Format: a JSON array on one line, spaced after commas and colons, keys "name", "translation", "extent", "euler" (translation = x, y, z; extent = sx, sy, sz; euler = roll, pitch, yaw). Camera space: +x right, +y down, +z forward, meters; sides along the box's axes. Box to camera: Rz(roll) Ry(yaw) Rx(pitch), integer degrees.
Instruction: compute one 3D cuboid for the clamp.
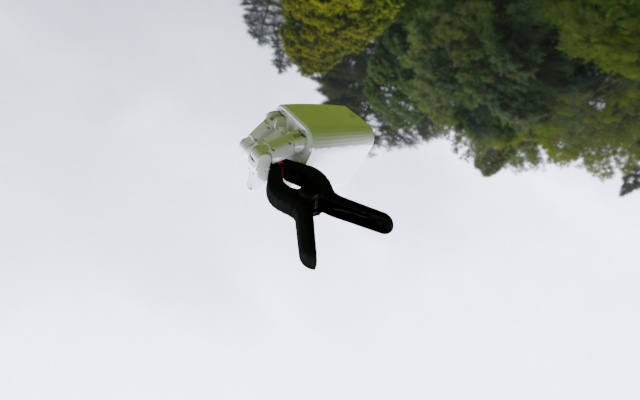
[{"name": "clamp", "translation": [0.000, 0.002, 0.554], "extent": [0.120, 0.039, 0.171], "euler": [-10, 46, -29]}]
